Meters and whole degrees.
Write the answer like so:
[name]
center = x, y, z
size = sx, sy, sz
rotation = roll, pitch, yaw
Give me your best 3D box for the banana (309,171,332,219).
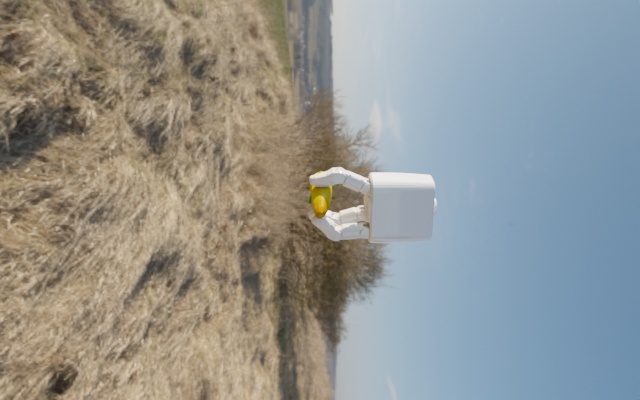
[banana]
center = 0.001, -0.016, 0.849
size = 0.037, 0.069, 0.198
rotation = 2, 7, -3
